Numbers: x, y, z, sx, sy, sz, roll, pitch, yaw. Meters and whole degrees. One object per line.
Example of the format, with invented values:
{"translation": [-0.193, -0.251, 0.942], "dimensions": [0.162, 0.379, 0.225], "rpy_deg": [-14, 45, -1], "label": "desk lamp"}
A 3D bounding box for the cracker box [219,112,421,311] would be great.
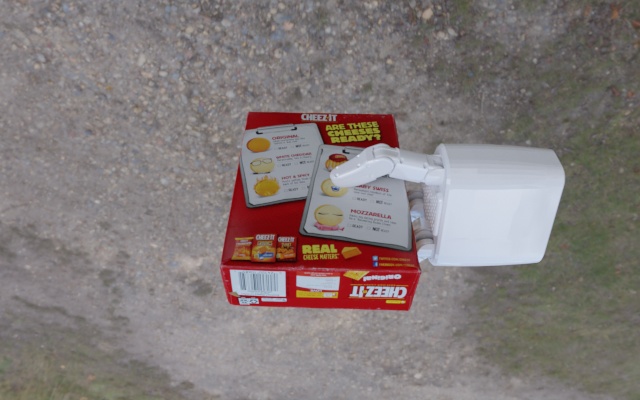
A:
{"translation": [0.000, 0.002, 0.474], "dimensions": [0.164, 0.213, 0.072], "rpy_deg": [1, -45, -1], "label": "cracker box"}
